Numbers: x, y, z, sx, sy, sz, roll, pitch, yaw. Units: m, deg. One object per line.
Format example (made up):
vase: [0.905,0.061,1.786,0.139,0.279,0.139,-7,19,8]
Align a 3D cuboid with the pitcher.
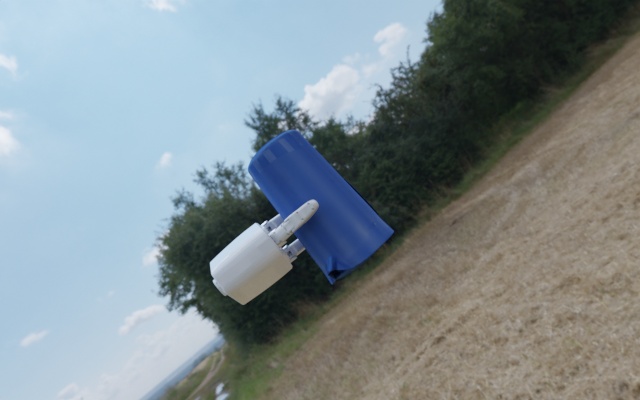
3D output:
pitcher: [0.000,0.003,0.790,0.145,0.243,0.149,-39,-4,-6]
